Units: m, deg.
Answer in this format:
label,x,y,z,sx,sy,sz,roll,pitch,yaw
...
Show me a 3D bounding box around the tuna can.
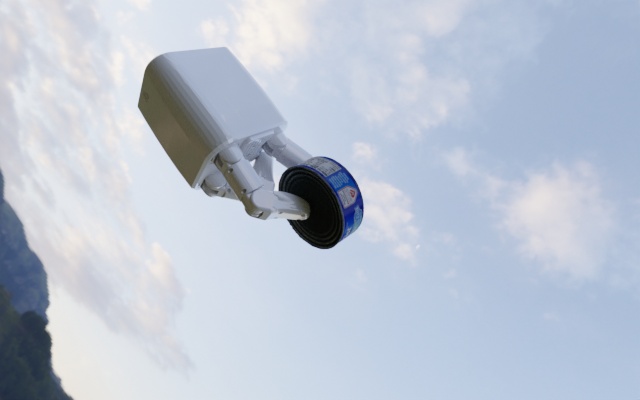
label,x,y,z,sx,sy,sz,roll,pitch,yaw
tuna can,0.001,0.001,0.460,0.033,0.086,0.086,-30,19,-38
